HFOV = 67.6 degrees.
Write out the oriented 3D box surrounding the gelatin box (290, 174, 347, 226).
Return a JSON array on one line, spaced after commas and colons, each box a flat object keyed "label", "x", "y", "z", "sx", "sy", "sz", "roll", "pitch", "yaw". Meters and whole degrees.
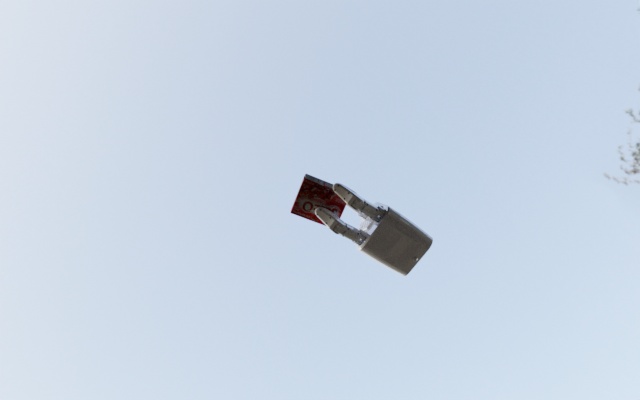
[{"label": "gelatin box", "x": 0.000, "y": 0.003, "z": 0.858, "sx": 0.089, "sy": 0.073, "sz": 0.030, "roll": 21, "pitch": 22, "yaw": -3}]
